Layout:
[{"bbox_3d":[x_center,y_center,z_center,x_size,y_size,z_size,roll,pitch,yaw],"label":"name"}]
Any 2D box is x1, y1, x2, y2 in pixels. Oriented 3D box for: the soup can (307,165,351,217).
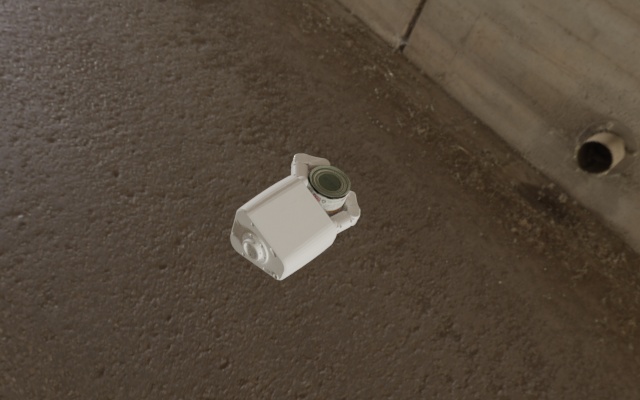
[{"bbox_3d":[0.001,0.002,0.748,0.068,0.068,0.102,0,-39,-21],"label":"soup can"}]
